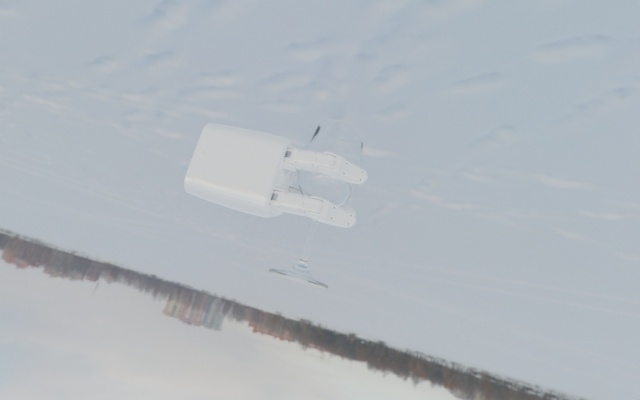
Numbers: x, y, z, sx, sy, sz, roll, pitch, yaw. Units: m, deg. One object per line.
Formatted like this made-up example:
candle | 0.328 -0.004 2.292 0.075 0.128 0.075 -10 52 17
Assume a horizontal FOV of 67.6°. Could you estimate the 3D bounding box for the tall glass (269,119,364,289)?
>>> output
tall glass | 0.000 0.003 0.595 0.079 0.201 0.079 16 -14 4
